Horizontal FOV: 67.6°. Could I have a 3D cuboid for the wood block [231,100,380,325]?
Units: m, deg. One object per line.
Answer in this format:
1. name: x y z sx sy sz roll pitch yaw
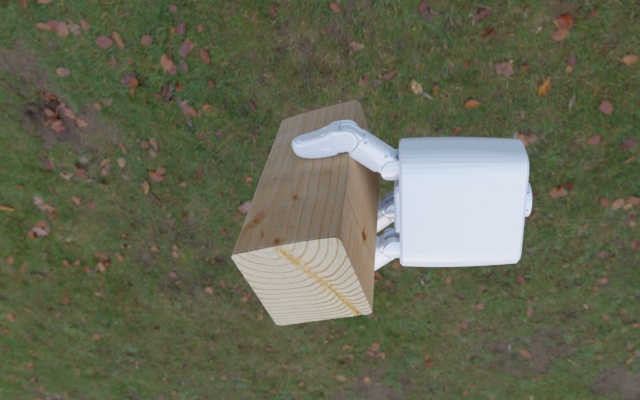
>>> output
1. wood block: 0.000 0.001 0.451 0.090 0.091 0.206 -12 36 18
